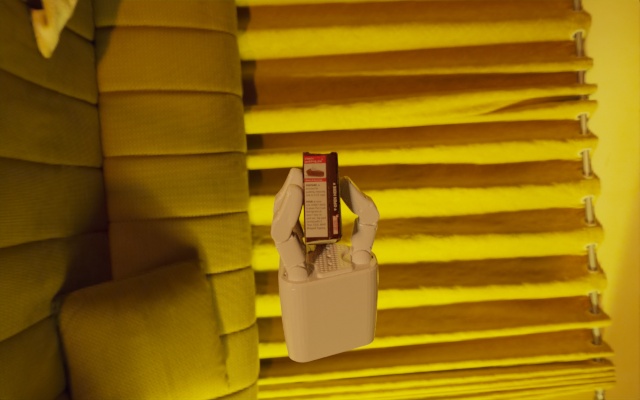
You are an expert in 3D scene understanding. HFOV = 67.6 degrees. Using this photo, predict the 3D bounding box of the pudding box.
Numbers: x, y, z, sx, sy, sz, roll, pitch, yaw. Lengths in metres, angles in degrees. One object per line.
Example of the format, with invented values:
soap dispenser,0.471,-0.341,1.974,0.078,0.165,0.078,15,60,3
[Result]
pudding box,0.000,0.002,0.512,0.039,0.090,0.113,-2,-6,-3
